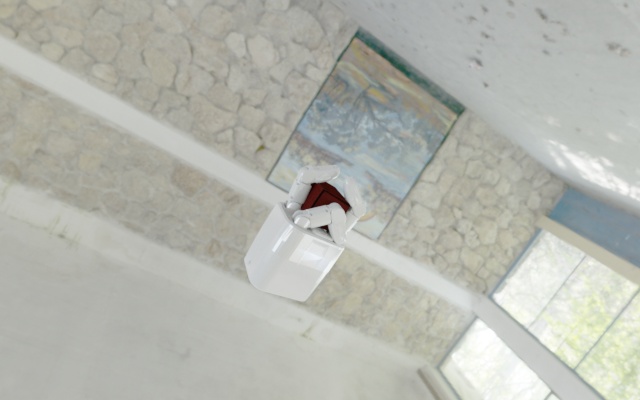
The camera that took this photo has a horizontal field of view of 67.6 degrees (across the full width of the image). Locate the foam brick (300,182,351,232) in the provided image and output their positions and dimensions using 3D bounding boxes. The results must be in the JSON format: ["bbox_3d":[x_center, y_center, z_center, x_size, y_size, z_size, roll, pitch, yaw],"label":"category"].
[{"bbox_3d":[0.000,0.002,0.709,0.053,0.051,0.078,29,10,-24],"label":"foam brick"}]
